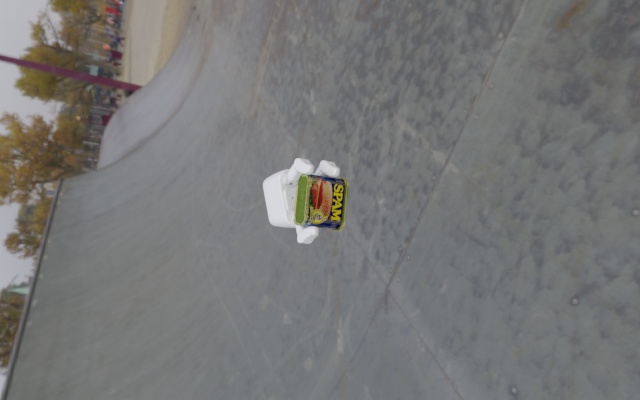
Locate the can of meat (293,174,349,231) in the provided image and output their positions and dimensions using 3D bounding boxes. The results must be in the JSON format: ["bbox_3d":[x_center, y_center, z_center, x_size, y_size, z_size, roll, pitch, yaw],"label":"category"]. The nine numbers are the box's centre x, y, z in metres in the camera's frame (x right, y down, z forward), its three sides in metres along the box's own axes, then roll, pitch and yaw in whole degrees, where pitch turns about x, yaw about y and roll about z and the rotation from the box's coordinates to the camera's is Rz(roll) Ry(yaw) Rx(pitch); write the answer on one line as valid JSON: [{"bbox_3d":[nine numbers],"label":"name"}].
[{"bbox_3d":[0.000,0.003,0.895,0.084,0.102,0.057,8,-5,-26],"label":"can of meat"}]
